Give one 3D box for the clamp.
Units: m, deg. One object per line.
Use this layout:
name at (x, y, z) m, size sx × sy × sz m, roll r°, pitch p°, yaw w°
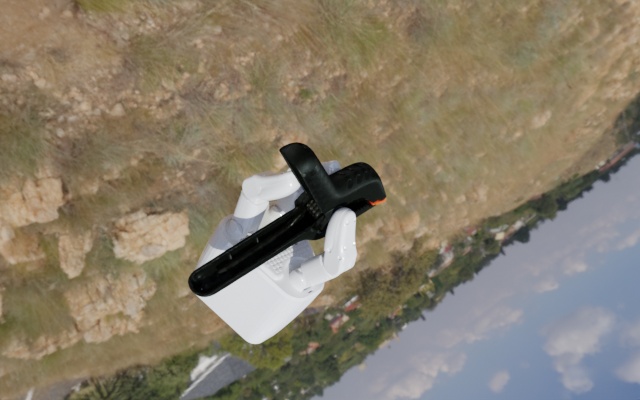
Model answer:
clamp at (0.001, 0.002, 0.411) m, size 0.210 × 0.036 × 0.165 m, roll -19°, pitch -25°, yaw -46°
